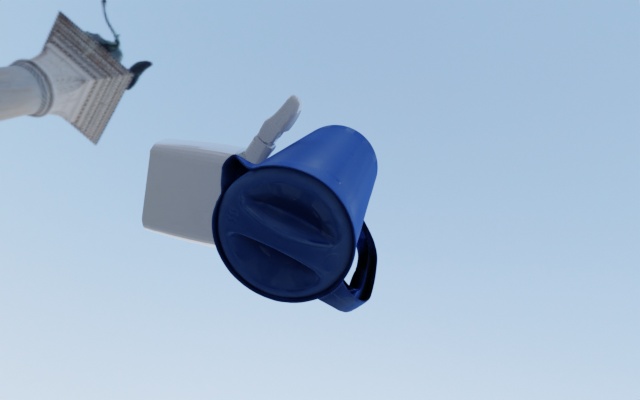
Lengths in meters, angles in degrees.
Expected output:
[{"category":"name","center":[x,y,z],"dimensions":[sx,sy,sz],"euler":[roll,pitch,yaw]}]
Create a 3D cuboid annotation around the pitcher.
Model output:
[{"category":"pitcher","center":[0.000,0.002,0.522],"dimensions":[0.145,0.149,0.242],"euler":[8,22,13]}]
